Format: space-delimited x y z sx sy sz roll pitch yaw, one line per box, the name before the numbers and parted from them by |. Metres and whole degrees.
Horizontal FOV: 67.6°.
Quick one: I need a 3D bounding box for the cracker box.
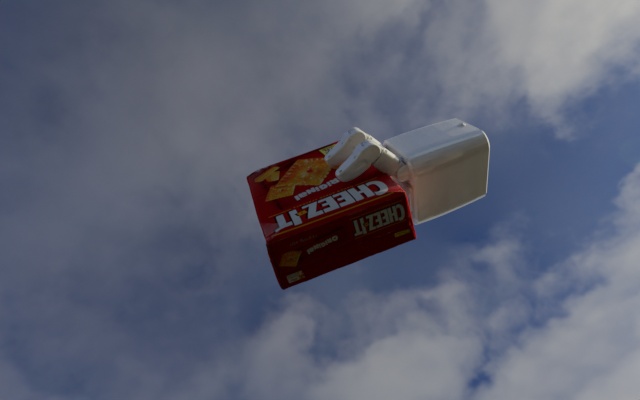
cracker box | 0.000 0.002 0.608 0.164 0.072 0.213 -21 26 -5
